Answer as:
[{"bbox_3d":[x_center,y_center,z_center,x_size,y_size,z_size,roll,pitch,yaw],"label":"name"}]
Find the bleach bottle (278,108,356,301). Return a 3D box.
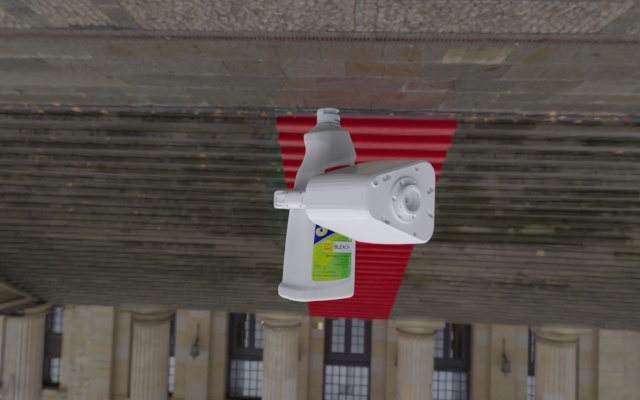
[{"bbox_3d":[0.000,0.002,0.638,0.102,0.251,0.068,3,-3,-37],"label":"bleach bottle"}]
